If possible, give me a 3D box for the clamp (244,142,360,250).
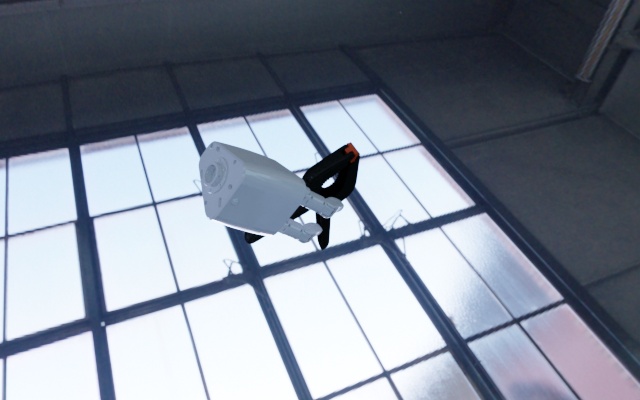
[{"bbox_3d":[0.000,0.001,0.740,0.164,0.210,0.036,17,31,-46],"label":"clamp"}]
